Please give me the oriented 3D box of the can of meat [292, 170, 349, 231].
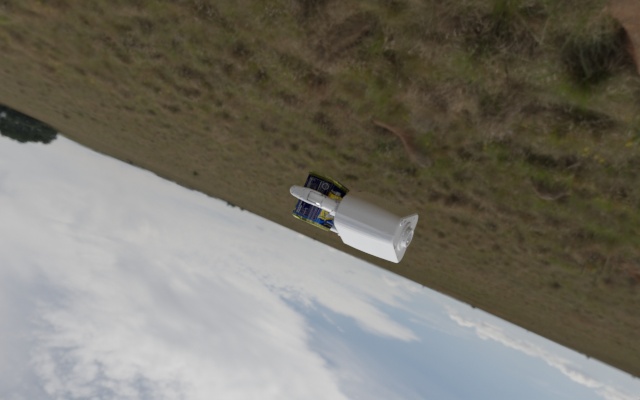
[{"bbox_3d":[0.000,0.003,0.837,0.057,0.084,0.102,22,-3,23],"label":"can of meat"}]
